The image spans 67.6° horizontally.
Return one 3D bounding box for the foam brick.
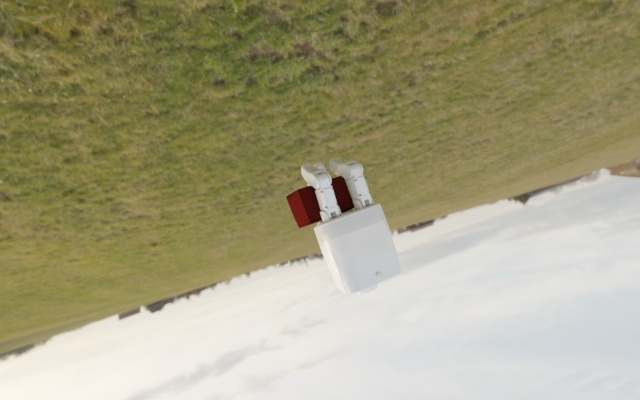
[{"bbox_3d":[0.000,0.002,0.697,0.078,0.051,0.053,-18,-4,-24],"label":"foam brick"}]
